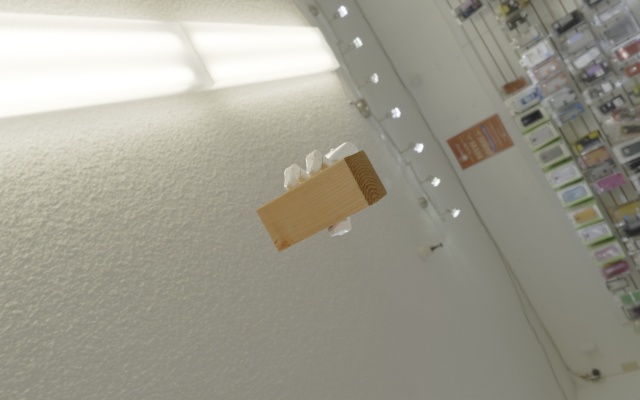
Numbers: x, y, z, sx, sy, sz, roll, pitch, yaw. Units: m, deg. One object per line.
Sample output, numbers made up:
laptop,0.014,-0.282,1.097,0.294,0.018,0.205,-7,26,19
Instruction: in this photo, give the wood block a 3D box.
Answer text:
wood block,0.000,0.003,0.850,0.206,0.091,0.090,-29,0,31
